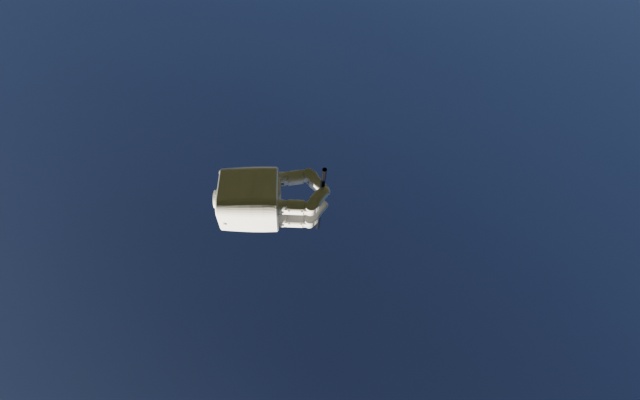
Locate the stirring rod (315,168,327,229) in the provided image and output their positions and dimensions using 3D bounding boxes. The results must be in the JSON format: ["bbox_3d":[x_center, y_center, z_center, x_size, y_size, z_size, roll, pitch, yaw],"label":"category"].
[{"bbox_3d":[0.000,0.003,0.894,0.011,0.011,0.240,0,-27,-4],"label":"stirring rod"}]
